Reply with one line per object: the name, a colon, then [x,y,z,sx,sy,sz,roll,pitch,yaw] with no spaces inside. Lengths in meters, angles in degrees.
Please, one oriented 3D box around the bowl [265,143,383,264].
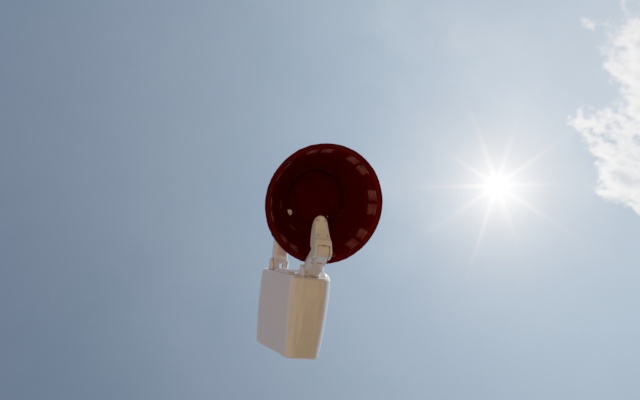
bowl: [0.001,0.001,0.651,0.162,0.162,0.055,0,8,-16]
